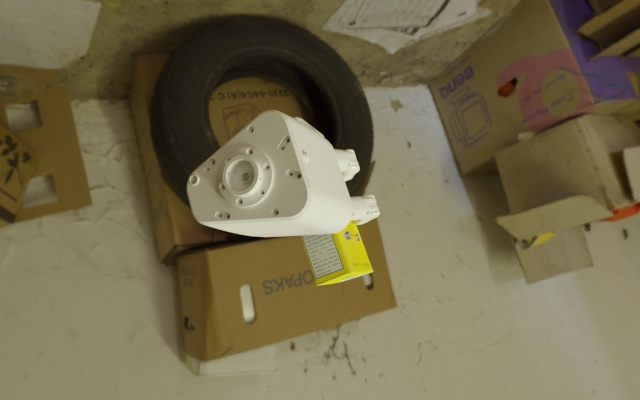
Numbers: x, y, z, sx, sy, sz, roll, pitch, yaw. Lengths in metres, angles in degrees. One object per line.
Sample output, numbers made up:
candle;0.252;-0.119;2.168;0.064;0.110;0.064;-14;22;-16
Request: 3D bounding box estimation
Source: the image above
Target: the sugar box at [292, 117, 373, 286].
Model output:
sugar box;0.001;0.002;0.523;0.048;0.176;0.093;-21;-13;16
